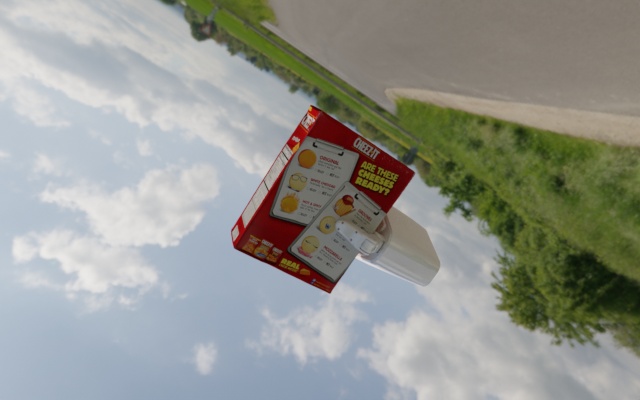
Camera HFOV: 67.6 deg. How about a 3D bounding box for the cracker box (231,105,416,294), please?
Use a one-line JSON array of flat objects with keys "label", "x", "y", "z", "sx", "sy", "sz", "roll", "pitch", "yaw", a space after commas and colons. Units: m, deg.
[{"label": "cracker box", "x": 0.000, "y": 0.002, "z": 0.664, "sx": 0.164, "sy": 0.214, "sz": 0.072, "roll": 29, "pitch": 10, "yaw": -24}]
